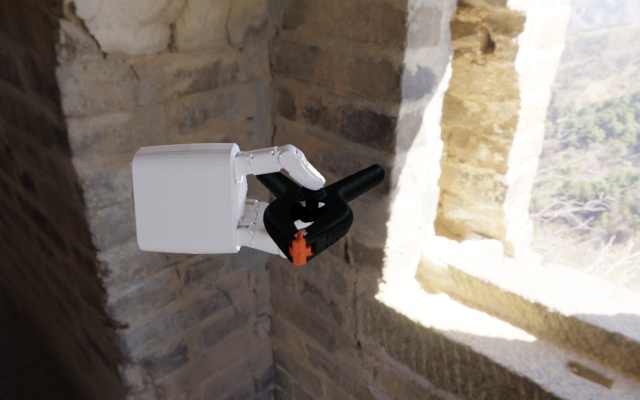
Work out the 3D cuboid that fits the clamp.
[{"bbox_3d":[0.000,0.001,0.532,0.164,0.036,0.210,-2,26,0],"label":"clamp"}]
